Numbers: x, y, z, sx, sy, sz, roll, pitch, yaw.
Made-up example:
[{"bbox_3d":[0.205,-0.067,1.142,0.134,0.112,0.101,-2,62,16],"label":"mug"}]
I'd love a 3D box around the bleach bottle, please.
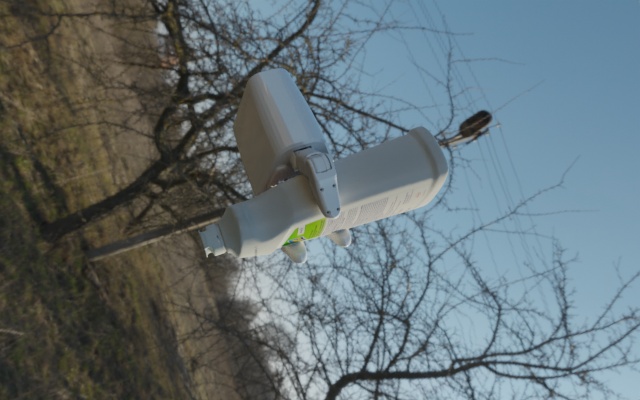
[{"bbox_3d":[0.000,0.002,0.493,0.251,0.068,0.103,-18,-24,-15],"label":"bleach bottle"}]
